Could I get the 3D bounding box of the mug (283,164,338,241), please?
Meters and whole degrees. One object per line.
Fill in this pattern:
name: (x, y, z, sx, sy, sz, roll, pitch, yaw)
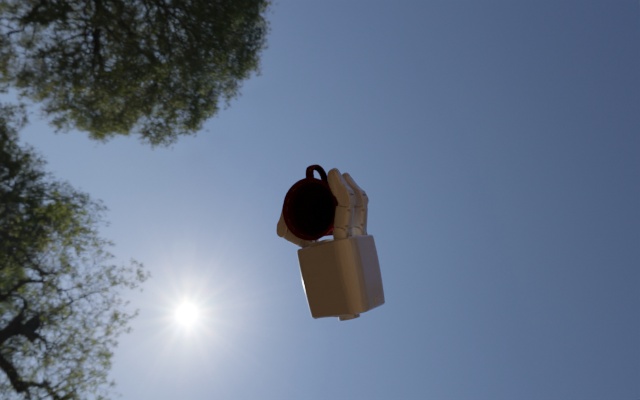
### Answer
mug: (0.000, 0.001, 0.736, 0.093, 0.117, 0.081, -14, -9, 27)
